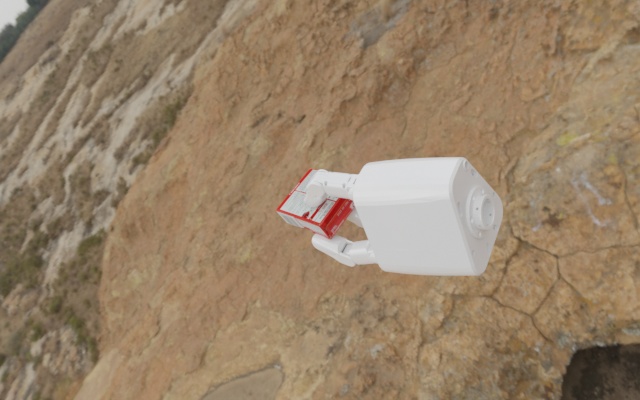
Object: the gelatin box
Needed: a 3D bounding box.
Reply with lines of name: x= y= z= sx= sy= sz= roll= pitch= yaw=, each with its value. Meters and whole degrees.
gelatin box: x=0.000 y=0.002 z=0.575 sx=0.089 sy=0.073 sz=0.030 roll=16 pitch=-28 yaw=48
